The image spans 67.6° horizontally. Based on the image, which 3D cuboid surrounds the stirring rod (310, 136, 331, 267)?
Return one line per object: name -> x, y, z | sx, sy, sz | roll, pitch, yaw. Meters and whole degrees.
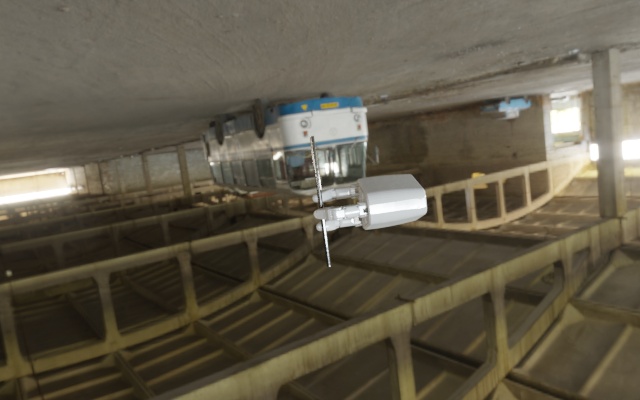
stirring rod -> 0.000, 0.003, 0.869 | 0.011, 0.239, 0.011 | -7, 7, 1
